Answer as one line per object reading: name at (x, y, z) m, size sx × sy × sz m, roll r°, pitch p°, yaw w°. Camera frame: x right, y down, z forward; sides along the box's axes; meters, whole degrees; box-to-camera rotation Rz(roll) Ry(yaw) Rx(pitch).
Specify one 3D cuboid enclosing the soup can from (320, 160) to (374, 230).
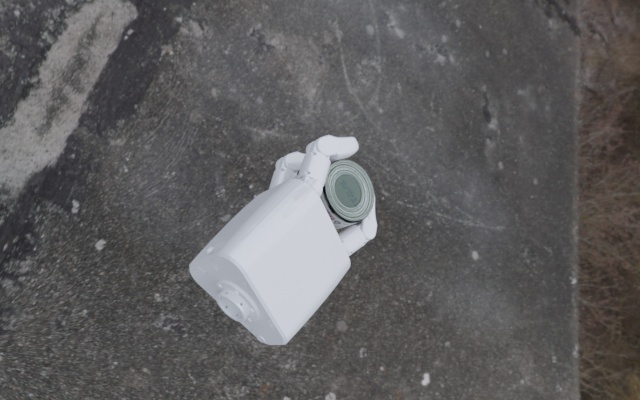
soup can at (0.001, 0.001, 0.517) m, size 0.068 × 0.068 × 0.102 m, roll 0°, pitch -14°, yaw -37°
